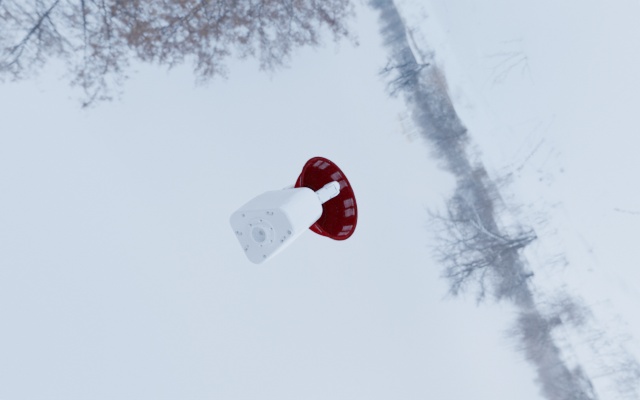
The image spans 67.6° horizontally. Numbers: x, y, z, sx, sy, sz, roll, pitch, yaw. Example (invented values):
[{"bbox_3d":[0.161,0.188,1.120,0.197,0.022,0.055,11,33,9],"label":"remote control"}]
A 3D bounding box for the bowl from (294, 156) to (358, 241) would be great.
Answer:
[{"bbox_3d":[0.001,0.003,0.883,0.055,0.162,0.162,-22,-14,36],"label":"bowl"}]
